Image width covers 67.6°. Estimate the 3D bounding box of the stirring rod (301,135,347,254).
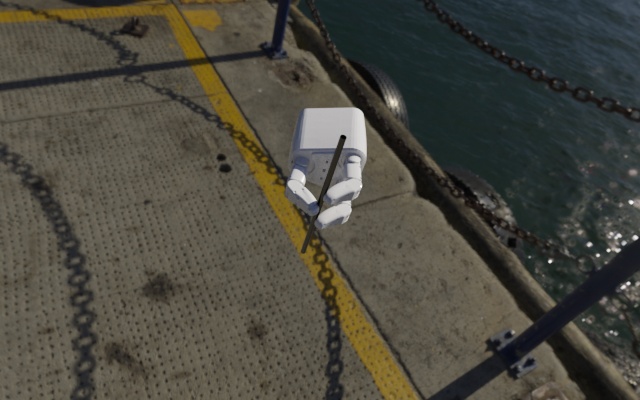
[{"bbox_3d":[0.000,0.002,0.652,0.011,0.011,0.240,0,-40,-17],"label":"stirring rod"}]
